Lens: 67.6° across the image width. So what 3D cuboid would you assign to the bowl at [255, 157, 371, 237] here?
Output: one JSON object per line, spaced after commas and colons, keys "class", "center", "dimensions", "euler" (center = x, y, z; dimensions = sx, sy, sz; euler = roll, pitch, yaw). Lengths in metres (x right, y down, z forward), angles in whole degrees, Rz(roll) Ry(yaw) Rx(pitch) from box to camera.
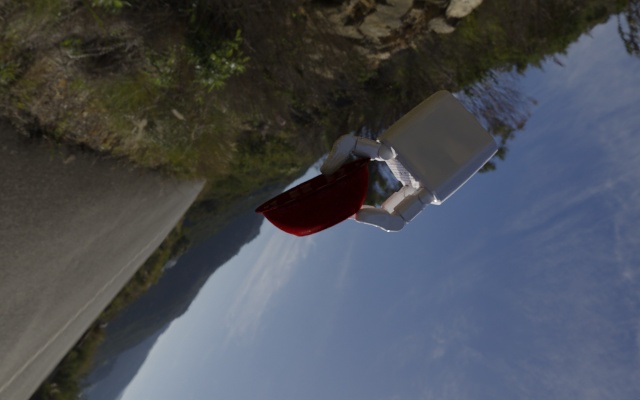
{"class": "bowl", "center": [-0.001, 0.003, 0.611], "dimensions": [0.162, 0.055, 0.162], "euler": [-24, 7, 3]}
